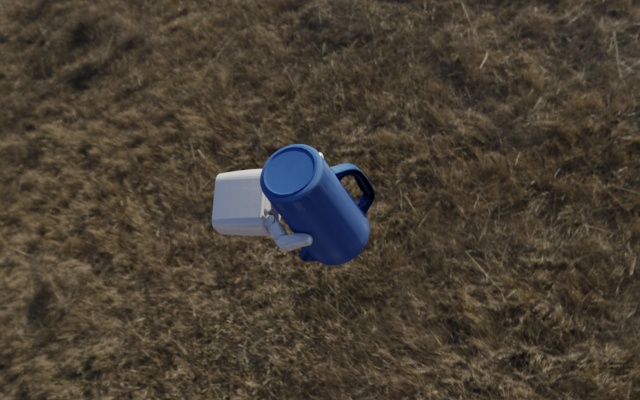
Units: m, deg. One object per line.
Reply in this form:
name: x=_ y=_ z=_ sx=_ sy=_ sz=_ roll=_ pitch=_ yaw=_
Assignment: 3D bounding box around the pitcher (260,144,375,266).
pitcher: x=0.000 y=0.003 z=0.834 sx=0.145 sy=0.149 sz=0.243 roll=-2 pitch=-29 yaw=21
